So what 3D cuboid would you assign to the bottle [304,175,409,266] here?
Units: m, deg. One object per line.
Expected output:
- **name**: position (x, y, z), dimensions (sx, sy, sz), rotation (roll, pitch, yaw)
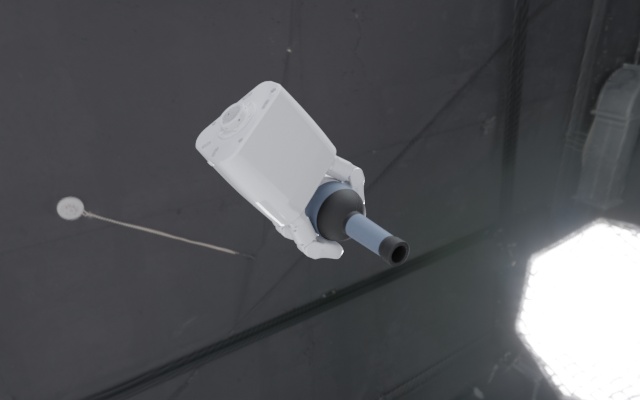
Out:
- **bottle**: position (0.000, 0.002, 0.583), dimensions (0.069, 0.069, 0.295), rotation (0, 20, -34)
